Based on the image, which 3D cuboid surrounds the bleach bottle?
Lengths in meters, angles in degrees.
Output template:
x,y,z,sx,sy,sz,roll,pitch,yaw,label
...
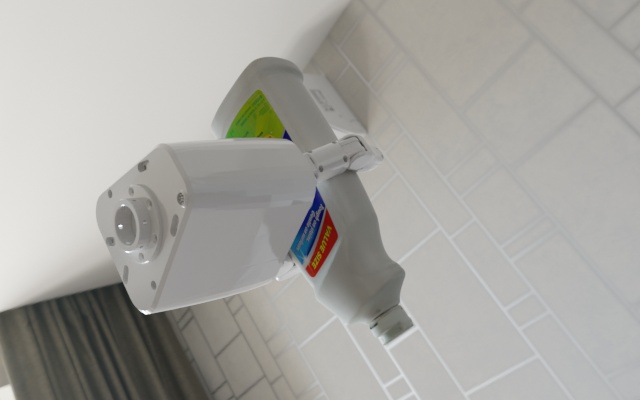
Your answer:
x,y,z,sx,sy,sz,roll,pitch,yaw,label
0.000,0.001,0.407,0.068,0.250,0.103,-7,-33,-51,bleach bottle
